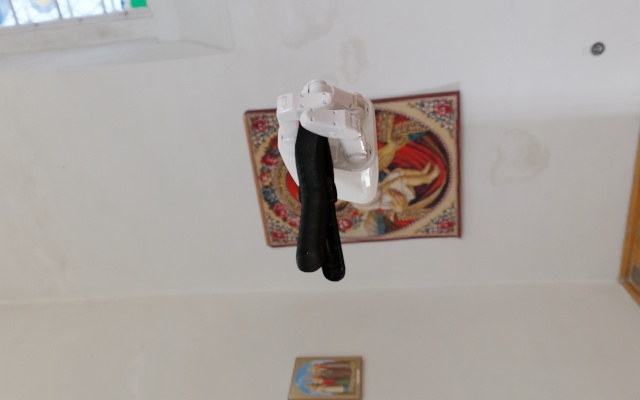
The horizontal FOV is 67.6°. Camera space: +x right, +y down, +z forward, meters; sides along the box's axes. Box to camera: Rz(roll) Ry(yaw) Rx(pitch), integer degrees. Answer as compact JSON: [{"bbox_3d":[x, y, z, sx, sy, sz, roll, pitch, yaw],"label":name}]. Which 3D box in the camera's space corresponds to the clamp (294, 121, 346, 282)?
[{"bbox_3d":[-0.001,0.001,0.483,0.039,0.171,0.120,-3,-23,8],"label":"clamp"}]
